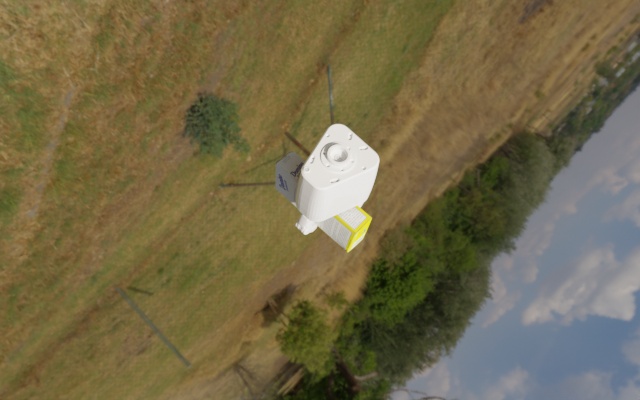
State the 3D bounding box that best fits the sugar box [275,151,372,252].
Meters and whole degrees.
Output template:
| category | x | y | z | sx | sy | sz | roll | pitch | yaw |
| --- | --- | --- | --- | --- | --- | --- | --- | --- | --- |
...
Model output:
| category | x | y | z | sx | sy | sz | roll | pitch | yaw |
| --- | --- | --- | --- | --- | --- | --- | --- | --- | --- |
| sugar box | 0.001 | 0.002 | 0.796 | 0.048 | 0.176 | 0.093 | -40 | -16 | -22 |
